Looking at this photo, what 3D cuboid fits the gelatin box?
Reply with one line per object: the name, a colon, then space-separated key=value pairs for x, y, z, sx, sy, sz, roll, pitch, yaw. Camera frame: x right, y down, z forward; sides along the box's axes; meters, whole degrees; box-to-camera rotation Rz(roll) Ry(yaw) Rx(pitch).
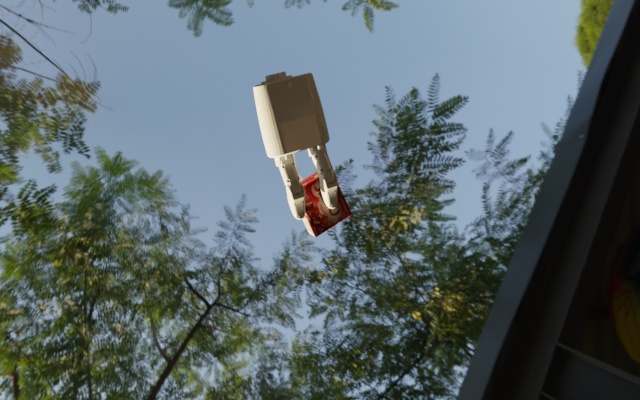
gelatin box: x=0.000 y=0.003 z=0.759 sx=0.073 sy=0.089 sz=0.030 roll=-32 pitch=25 yaw=-15
